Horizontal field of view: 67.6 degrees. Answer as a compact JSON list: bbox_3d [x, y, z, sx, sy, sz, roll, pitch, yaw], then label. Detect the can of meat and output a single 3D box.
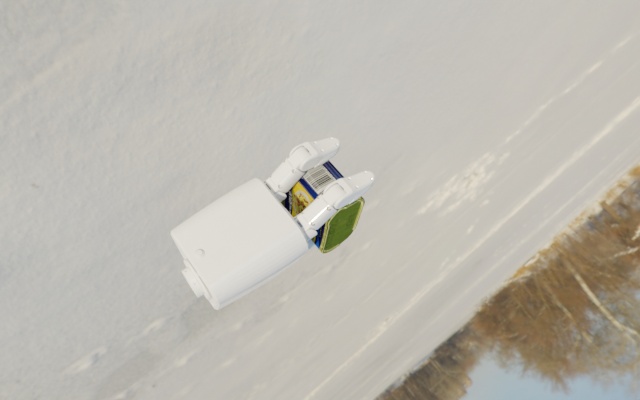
[{"bbox_3d":[0.000,0.002,0.551,0.057,0.084,0.102,-30,-24,-23],"label":"can of meat"}]
